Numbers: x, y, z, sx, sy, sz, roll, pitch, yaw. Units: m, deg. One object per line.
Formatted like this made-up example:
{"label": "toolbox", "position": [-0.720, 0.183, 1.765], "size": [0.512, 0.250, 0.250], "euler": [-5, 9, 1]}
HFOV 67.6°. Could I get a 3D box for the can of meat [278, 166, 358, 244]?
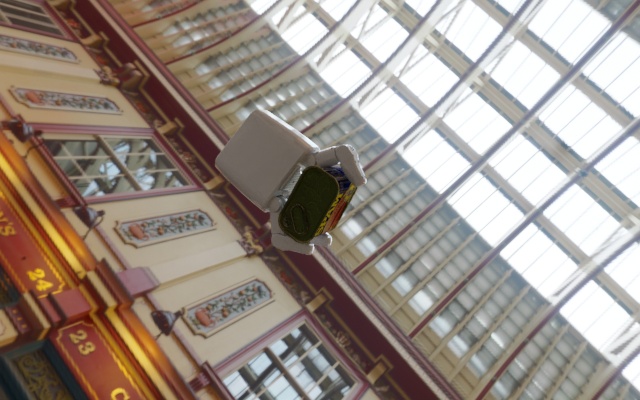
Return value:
{"label": "can of meat", "position": [0.000, 0.002, 0.652], "size": [0.057, 0.102, 0.084], "euler": [35, 19, 17]}
